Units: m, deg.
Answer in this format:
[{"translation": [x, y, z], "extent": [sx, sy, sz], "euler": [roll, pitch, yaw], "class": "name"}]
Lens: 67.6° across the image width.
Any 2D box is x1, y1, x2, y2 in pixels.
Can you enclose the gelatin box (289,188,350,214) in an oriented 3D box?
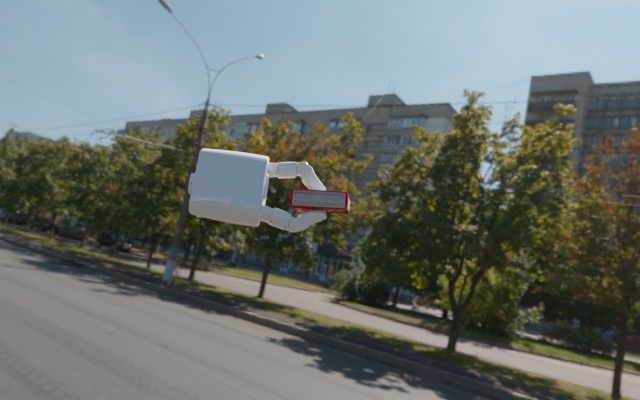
[{"translation": [0.000, 0.002, 0.749], "extent": [0.089, 0.030, 0.073], "euler": [3, -7, 6], "class": "gelatin box"}]
